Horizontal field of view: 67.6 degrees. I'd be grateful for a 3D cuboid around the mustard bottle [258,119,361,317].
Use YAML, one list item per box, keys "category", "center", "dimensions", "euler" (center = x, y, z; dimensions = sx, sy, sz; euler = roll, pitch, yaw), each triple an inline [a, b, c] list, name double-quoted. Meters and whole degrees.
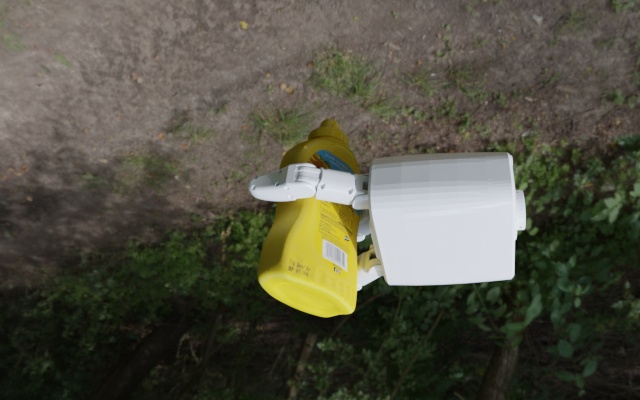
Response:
- category: "mustard bottle"
  center: [0.000, 0.002, 0.441]
  dimensions: [0.058, 0.191, 0.096]
  euler: [-20, -41, 37]
